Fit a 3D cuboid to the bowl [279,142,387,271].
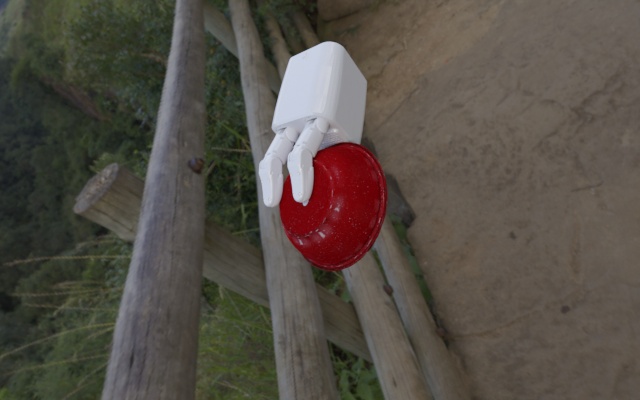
[{"bbox_3d":[0.000,0.003,0.571,0.055,0.162,0.162,13,-9,-43],"label":"bowl"}]
